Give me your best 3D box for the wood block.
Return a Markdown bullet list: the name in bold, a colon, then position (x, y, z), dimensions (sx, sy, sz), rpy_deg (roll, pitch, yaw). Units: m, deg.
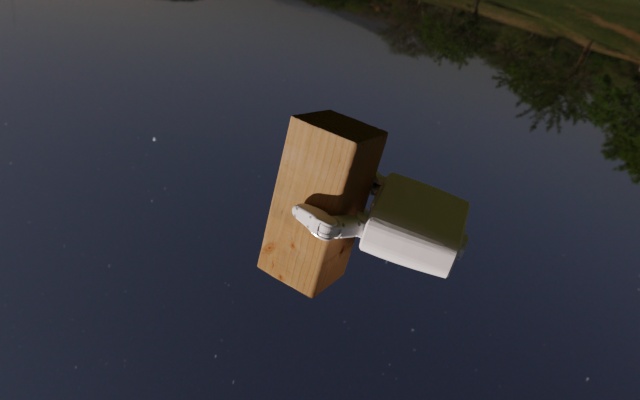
- **wood block**: position (0.000, 0.002, 0.595), dimensions (0.090, 0.206, 0.091), rpy_deg (26, 26, 23)
